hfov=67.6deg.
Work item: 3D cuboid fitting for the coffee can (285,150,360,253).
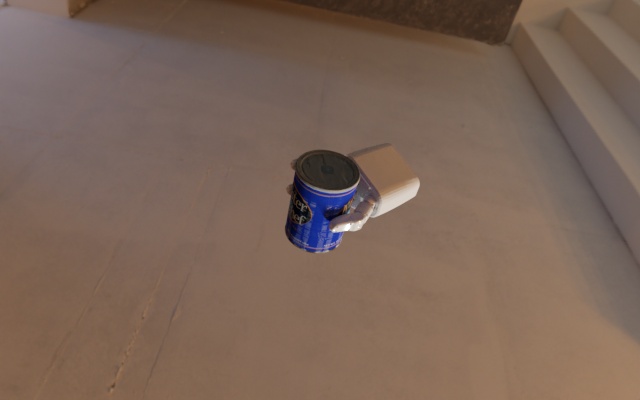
[{"bbox_3d":[0.000,0.003,0.787,0.103,0.140,0.102,8,41,-6],"label":"coffee can"}]
